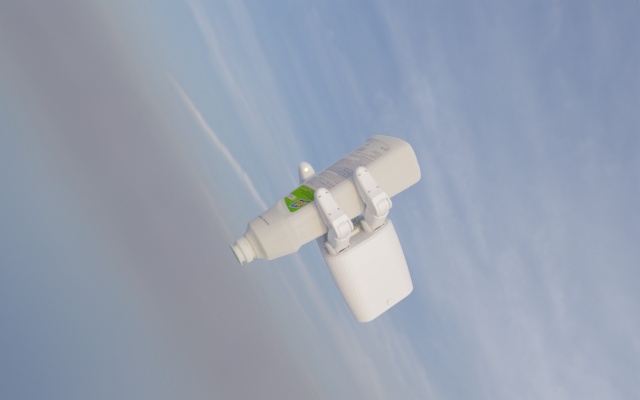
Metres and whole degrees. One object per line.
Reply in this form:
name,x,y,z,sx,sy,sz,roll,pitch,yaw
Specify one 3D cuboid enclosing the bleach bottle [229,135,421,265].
bleach bottle,0.000,0.002,0.603,0.251,0.068,0.102,-30,22,-17
